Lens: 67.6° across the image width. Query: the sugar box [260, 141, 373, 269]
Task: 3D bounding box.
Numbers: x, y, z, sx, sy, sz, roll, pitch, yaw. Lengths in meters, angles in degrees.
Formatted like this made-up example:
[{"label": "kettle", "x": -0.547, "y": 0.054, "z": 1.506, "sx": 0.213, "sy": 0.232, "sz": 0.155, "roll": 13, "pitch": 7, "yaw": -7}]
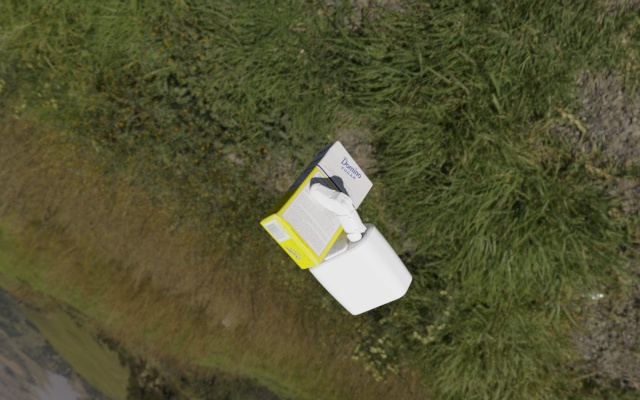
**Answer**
[{"label": "sugar box", "x": 0.000, "y": 0.003, "z": 0.688, "sx": 0.048, "sy": 0.093, "sz": 0.176, "roll": -23, "pitch": 23, "yaw": 46}]
